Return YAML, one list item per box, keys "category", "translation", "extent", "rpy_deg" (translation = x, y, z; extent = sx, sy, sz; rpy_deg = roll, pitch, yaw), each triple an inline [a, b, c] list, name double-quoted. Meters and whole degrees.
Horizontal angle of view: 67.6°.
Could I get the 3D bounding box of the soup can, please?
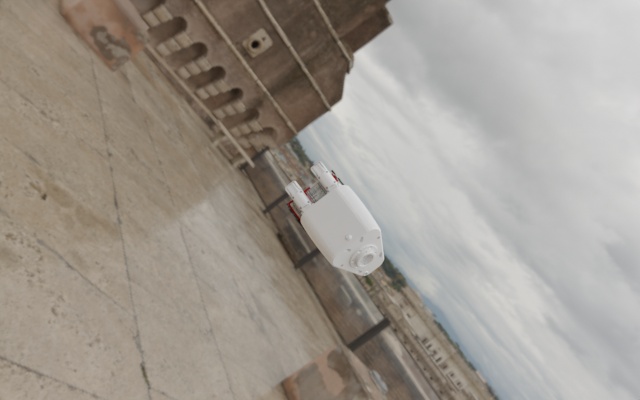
- category: "soup can"
  translation: [0.000, 0.002, 0.834]
  extent: [0.102, 0.068, 0.068]
  rpy_deg: [-37, -1, 2]
